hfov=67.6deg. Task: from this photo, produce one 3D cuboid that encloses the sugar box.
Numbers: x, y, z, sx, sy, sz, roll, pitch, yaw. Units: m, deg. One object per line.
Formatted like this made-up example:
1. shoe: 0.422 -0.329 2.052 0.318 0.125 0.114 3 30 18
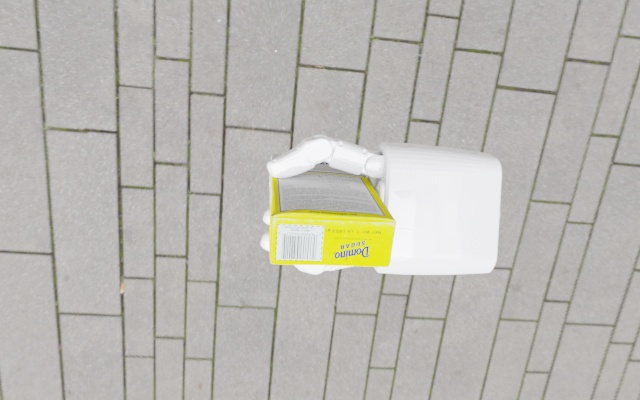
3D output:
1. sugar box: 0.000 0.002 0.429 0.093 0.048 0.176 3 17 -7
